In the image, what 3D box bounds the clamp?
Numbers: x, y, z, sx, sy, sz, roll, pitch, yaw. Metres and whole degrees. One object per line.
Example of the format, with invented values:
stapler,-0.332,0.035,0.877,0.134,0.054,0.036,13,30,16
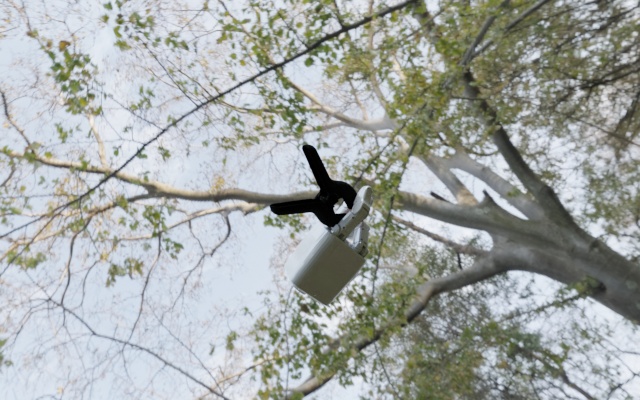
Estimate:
clamp,0.000,0.002,0.778,0.171,0.120,0.039,39,-1,-30
